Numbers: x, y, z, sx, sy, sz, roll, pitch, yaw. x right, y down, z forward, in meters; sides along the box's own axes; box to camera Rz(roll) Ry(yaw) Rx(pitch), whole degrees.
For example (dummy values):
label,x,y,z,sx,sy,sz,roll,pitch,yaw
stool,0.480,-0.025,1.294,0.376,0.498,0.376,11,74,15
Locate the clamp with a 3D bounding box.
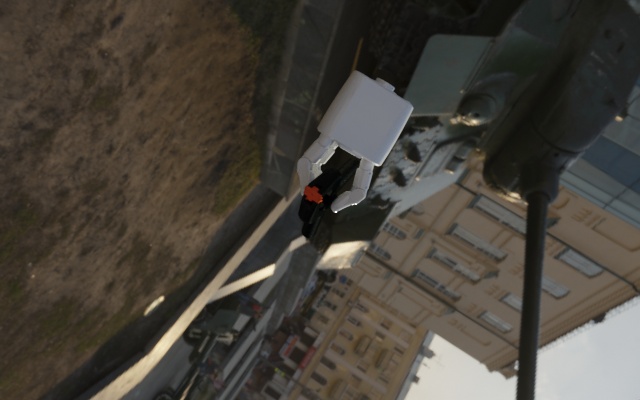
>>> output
label,x,y,z,sx,sy,sz,roll,pitch,yaw
clamp,0.001,0.003,0.766,0.036,0.164,0.210,33,10,8
